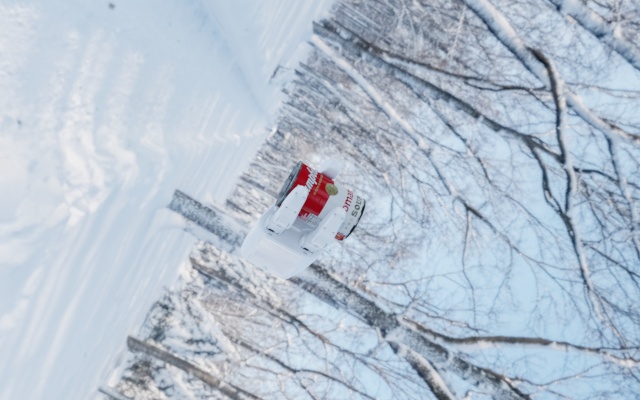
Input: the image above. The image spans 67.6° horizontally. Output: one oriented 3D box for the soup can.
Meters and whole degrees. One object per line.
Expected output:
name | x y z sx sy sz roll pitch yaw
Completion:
soup can | 0.001 0.002 0.633 0.102 0.068 0.068 30 -6 -10
